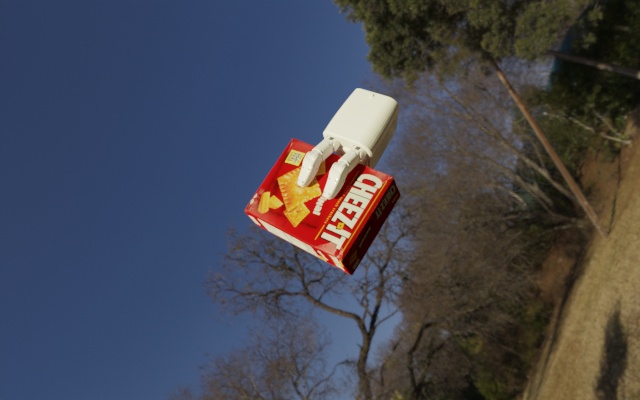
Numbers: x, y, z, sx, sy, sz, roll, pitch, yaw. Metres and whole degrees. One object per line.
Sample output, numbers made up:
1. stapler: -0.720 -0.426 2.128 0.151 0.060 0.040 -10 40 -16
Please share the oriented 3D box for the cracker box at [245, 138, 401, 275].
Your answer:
1. cracker box: 0.000 0.003 0.811 0.213 0.164 0.072 24 -16 30
